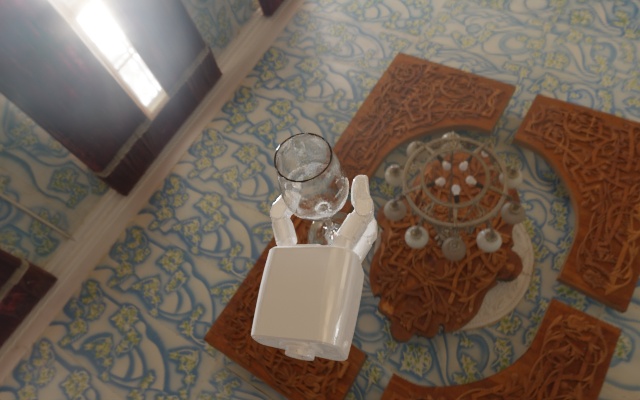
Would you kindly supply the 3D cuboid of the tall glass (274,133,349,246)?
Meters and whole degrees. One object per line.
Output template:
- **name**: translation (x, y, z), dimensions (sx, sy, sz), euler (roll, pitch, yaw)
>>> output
- **tall glass**: translation (0.000, 0.002, 0.578), dimensions (0.079, 0.079, 0.201), euler (0, -29, 12)
